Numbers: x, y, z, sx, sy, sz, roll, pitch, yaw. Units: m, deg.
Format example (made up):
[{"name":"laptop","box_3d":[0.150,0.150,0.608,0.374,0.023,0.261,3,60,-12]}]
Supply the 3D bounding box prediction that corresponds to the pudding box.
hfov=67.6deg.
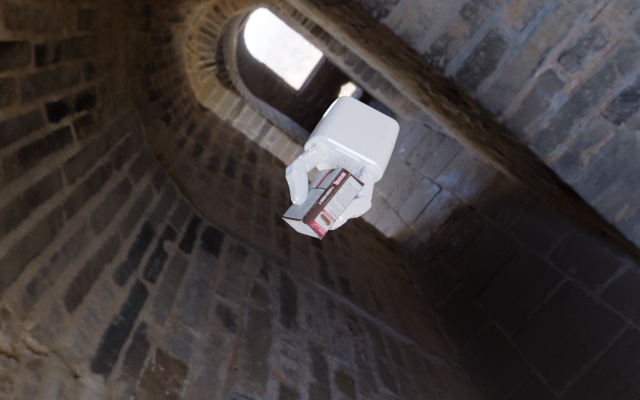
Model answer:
[{"name":"pudding box","box_3d":[0.000,0.002,0.632,0.039,0.090,0.113,40,-10,-12]}]
